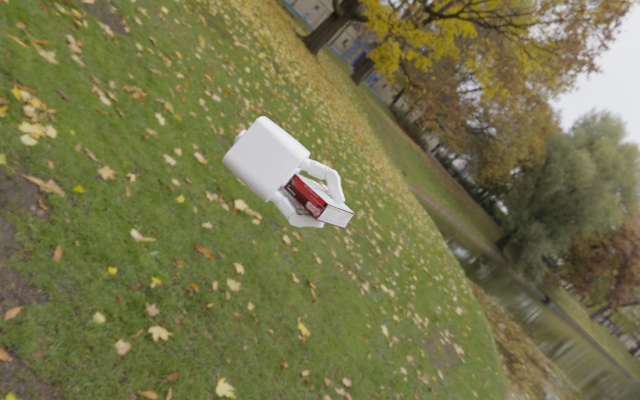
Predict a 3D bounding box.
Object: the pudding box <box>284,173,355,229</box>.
[{"bbox_3d":[0.000,0.003,0.835,0.090,0.039,0.113,44,13,28],"label":"pudding box"}]
